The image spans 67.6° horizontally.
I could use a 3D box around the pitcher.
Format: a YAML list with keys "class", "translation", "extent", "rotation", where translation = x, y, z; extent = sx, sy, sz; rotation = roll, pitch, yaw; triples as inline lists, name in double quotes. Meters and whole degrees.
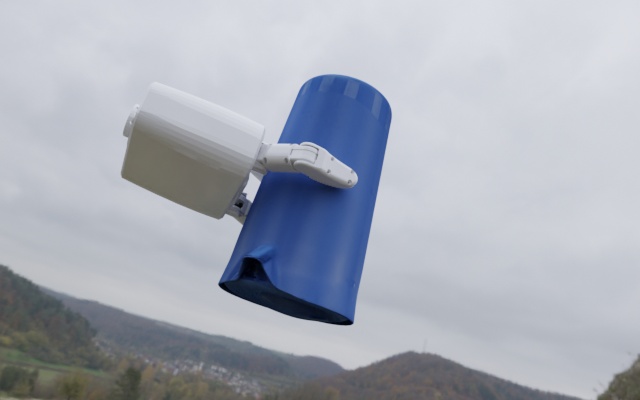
- class: "pitcher"
  translation: [0.000, 0.002, 0.500]
  extent: [0.145, 0.242, 0.149]
  rotation: [23, -21, -16]
